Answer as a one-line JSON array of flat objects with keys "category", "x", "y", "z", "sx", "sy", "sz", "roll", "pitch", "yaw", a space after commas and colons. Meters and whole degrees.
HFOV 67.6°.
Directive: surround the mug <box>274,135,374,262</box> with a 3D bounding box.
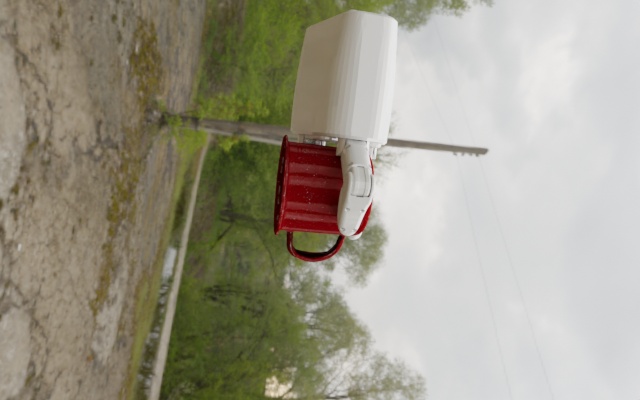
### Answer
[{"category": "mug", "x": 0.000, "y": 0.003, "z": 0.449, "sx": 0.081, "sy": 0.117, "sz": 0.093, "roll": 6, "pitch": 8, "yaw": -9}]
